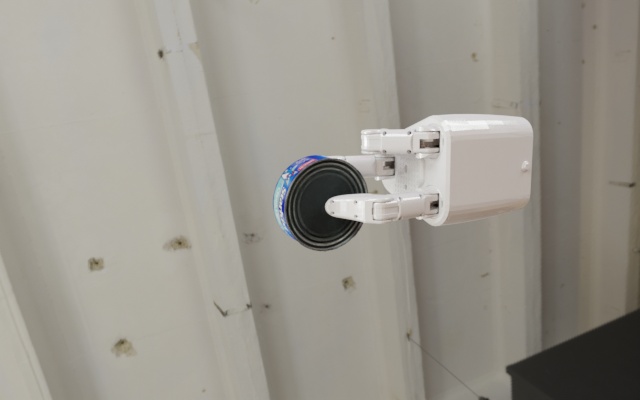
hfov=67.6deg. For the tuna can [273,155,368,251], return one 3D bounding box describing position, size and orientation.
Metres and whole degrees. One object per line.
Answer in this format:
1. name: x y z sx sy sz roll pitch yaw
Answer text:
1. tuna can: 0.000 0.001 0.443 0.086 0.086 0.033 0 11 -28
